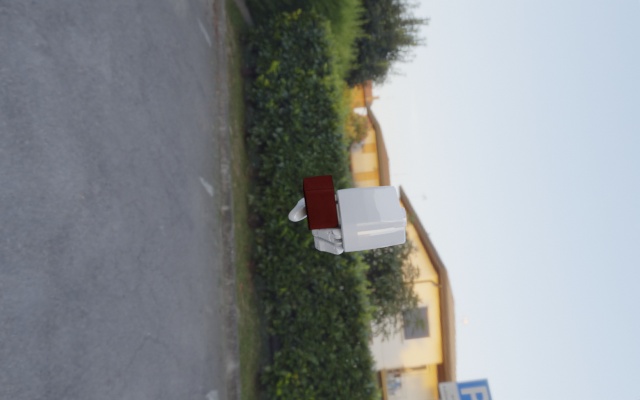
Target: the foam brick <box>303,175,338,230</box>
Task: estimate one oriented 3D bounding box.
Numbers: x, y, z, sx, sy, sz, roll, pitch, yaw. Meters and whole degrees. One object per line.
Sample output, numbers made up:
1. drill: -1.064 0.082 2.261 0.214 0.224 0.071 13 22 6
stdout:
1. foam brick: 0.000 0.002 0.810 0.051 0.078 0.053 -7 29 2
